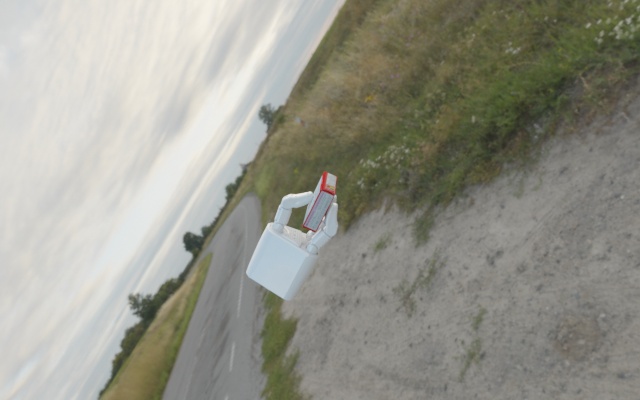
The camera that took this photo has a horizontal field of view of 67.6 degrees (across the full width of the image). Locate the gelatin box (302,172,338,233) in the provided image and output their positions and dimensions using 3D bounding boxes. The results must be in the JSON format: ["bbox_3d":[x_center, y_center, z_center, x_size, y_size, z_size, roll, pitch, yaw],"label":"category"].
[{"bbox_3d":[0.000,0.002,0.868,0.030,0.089,0.073,22,28,-6],"label":"gelatin box"}]
